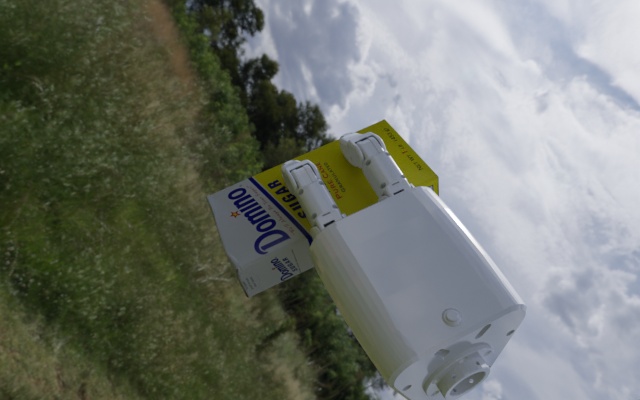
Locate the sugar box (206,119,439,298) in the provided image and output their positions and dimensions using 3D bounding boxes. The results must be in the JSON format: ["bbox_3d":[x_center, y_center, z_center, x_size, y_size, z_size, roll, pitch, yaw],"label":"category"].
[{"bbox_3d":[0.000,0.001,0.405,0.176,0.048,0.093,-23,47,-10],"label":"sugar box"}]
